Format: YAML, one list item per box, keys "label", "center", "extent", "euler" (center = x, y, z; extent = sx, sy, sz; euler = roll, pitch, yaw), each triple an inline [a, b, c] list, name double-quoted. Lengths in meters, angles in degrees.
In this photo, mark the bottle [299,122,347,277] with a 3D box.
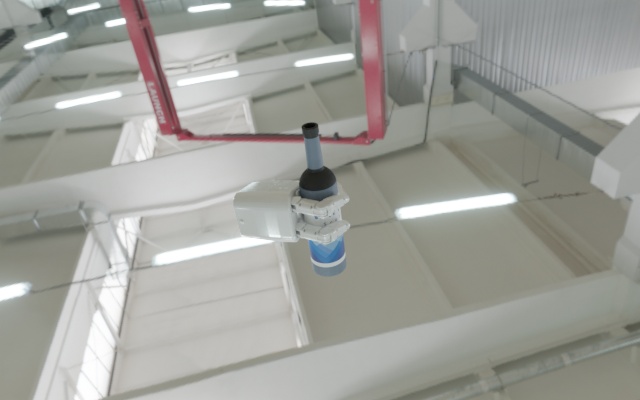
- label: "bottle"
  center: [0.000, 0.003, 0.844]
  extent: [0.069, 0.296, 0.069]
  euler: [-6, 33, 4]
